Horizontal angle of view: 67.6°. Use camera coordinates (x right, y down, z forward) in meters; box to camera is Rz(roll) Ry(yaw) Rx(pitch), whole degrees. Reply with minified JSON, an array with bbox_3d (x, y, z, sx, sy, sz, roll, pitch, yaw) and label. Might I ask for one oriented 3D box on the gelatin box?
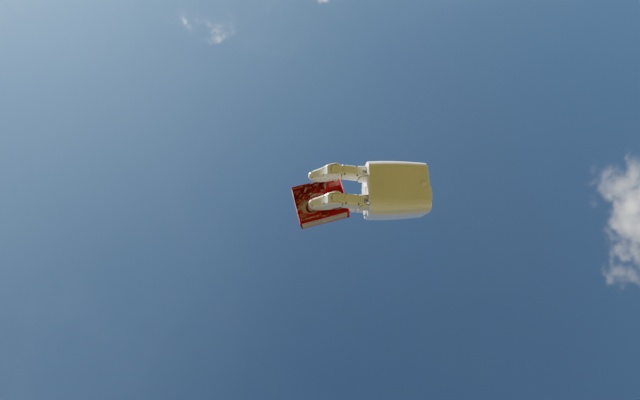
[{"bbox_3d":[0.000,0.003,0.837,0.089,0.073,0.030,-14,-24,-2],"label":"gelatin box"}]
